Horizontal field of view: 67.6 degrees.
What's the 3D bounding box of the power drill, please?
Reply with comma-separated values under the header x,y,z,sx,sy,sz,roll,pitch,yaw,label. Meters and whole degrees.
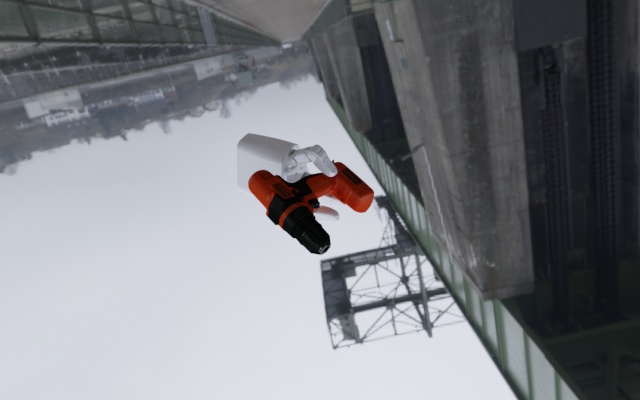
x,y,z,sx,sy,sz,roll,pitch,yaw,label
0.000,0.002,0.783,0.187,0.057,0.184,-15,50,-42,power drill
